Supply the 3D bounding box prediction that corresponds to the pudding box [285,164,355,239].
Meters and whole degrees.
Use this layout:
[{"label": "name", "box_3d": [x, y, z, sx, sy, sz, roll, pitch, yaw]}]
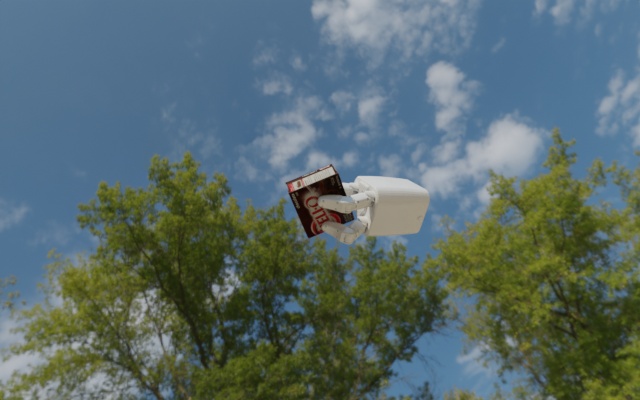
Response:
[{"label": "pudding box", "box_3d": [0.000, 0.003, 0.824, 0.090, 0.114, 0.039, -23, 36, -1]}]
